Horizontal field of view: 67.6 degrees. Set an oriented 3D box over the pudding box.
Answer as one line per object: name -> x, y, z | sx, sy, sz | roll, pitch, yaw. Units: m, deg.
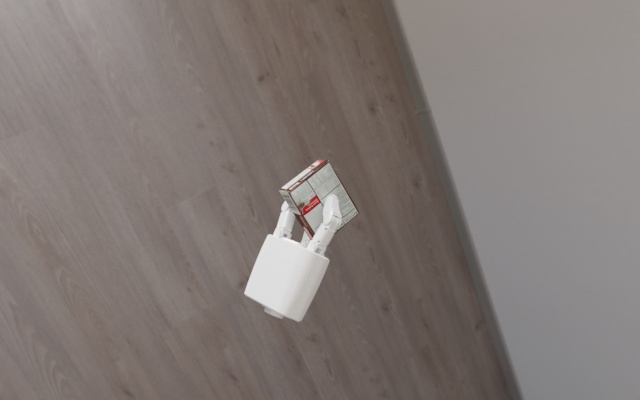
pudding box -> 0.000, 0.003, 0.781 | 0.090, 0.113, 0.039 | -39, 25, -19
